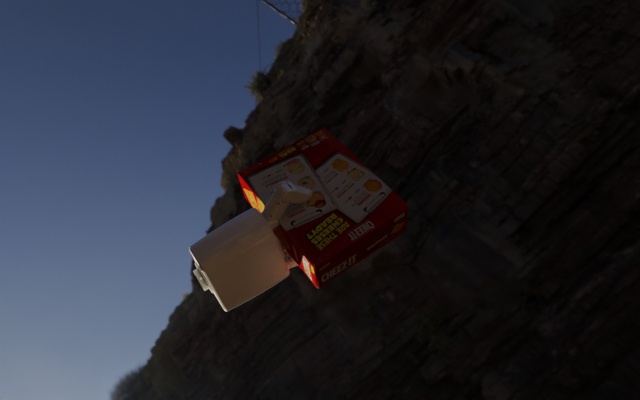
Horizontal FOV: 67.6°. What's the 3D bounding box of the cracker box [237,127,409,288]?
[{"bbox_3d":[0.000,0.002,0.718,0.164,0.072,0.213,-31,55,-18],"label":"cracker box"}]
